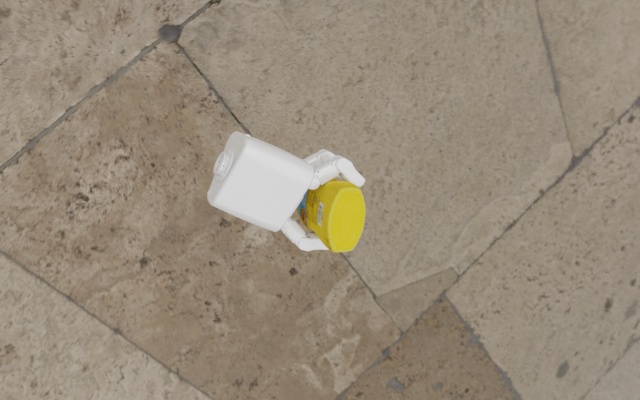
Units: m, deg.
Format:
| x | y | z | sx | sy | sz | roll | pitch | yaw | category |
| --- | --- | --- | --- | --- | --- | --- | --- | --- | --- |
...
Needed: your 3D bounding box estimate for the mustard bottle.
| x | y | z | sx | sy | sz | roll | pitch | yaw | category |
| --- | --- | --- | --- | --- | --- | --- | --- | --- | --- |
| 0.001 | 0.003 | 0.729 | 0.058 | 0.096 | 0.191 | -2 | 17 | -23 | mustard bottle |
